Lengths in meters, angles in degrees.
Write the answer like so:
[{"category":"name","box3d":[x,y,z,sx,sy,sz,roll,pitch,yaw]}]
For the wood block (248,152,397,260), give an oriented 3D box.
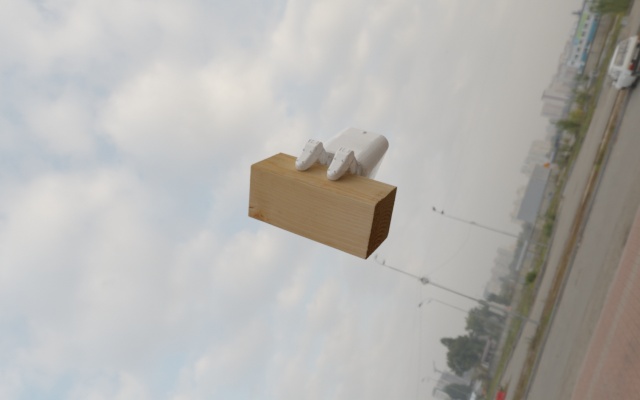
[{"category":"wood block","box3d":[0.000,0.003,0.733,0.206,0.091,0.090,18,27,24]}]
